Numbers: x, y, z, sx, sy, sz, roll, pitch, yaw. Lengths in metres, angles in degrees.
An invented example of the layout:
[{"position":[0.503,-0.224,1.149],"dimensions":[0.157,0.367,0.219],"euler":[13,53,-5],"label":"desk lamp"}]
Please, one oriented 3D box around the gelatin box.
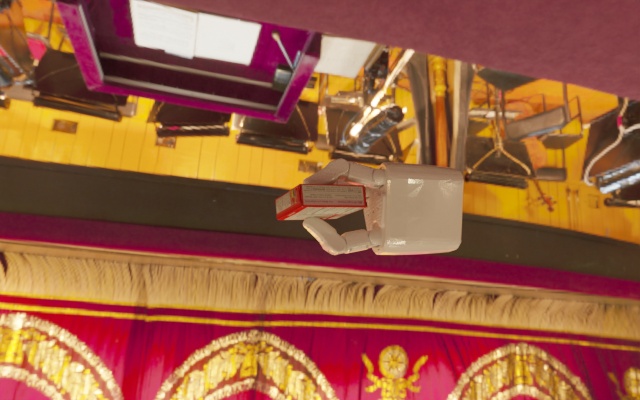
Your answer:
[{"position":[0.000,0.002,0.574],"dimensions":[0.089,0.030,0.073],"euler":[0,-13,-28],"label":"gelatin box"}]
